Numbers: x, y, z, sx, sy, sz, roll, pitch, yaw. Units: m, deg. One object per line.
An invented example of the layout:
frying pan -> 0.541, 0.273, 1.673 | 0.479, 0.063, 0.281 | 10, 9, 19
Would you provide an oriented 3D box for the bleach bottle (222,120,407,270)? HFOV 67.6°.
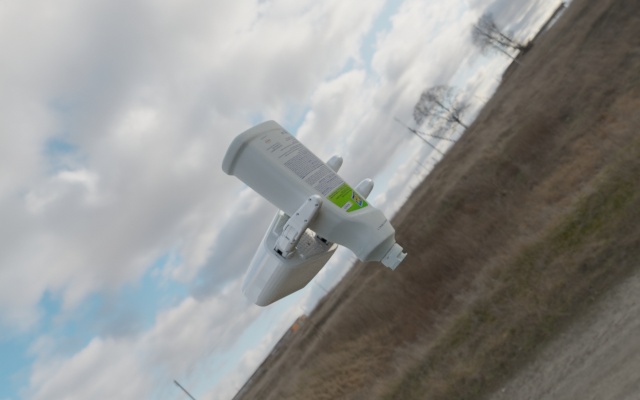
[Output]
bleach bottle -> 0.000, 0.002, 0.610 | 0.251, 0.068, 0.102 | 39, 38, 8
